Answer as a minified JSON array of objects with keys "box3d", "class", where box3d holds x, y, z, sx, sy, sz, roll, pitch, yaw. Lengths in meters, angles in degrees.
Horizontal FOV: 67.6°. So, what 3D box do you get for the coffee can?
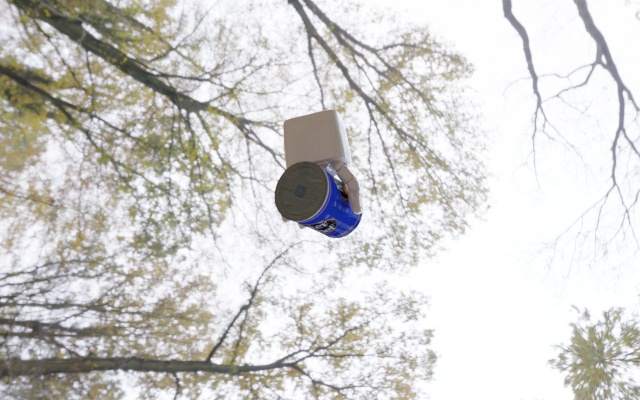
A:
[{"box3d":[0.000,0.003,0.835,0.103,0.102,0.140,0,-16,30],"class":"coffee can"}]
